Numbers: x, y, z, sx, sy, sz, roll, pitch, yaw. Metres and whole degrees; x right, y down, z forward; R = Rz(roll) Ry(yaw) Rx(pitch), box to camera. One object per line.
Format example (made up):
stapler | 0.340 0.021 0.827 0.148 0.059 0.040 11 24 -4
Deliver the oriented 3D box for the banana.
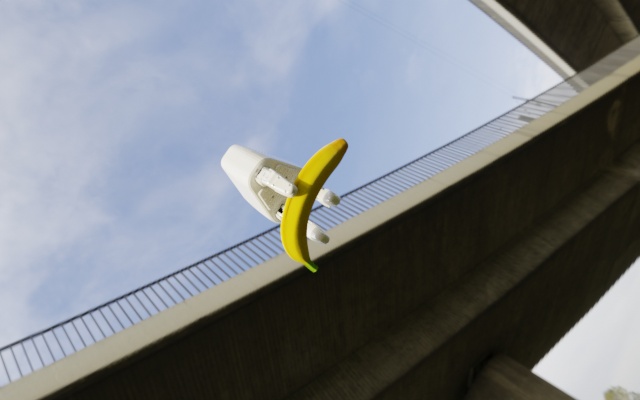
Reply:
banana | -0.016 0.004 0.671 0.069 0.198 0.037 7 14 -34
